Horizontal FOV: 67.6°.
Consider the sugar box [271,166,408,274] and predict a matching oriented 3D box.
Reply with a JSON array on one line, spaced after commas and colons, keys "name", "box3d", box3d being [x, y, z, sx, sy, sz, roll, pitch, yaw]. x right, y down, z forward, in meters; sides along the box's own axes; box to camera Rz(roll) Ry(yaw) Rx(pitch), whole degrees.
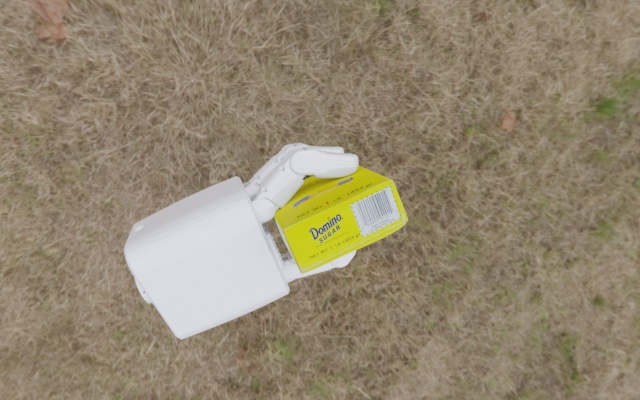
[{"name": "sugar box", "box3d": [0.000, 0.001, 0.435, 0.093, 0.048, 0.176, -24, 18, -8]}]
